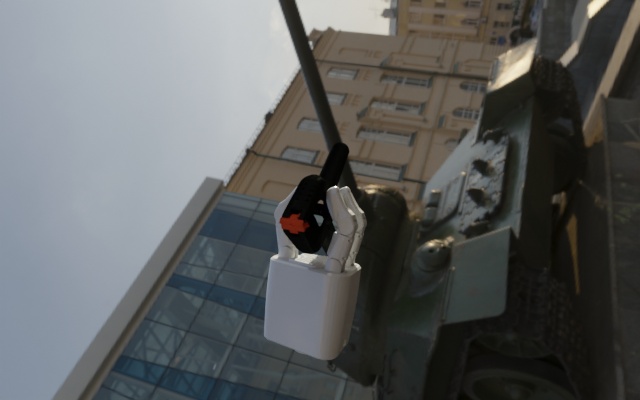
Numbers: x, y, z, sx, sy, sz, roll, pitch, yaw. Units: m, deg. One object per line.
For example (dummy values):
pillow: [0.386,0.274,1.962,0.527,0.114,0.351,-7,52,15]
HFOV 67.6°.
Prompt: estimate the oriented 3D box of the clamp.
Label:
clamp: [-0.001,0.002,0.602,0.036,0.164,0.210,5,3,16]
